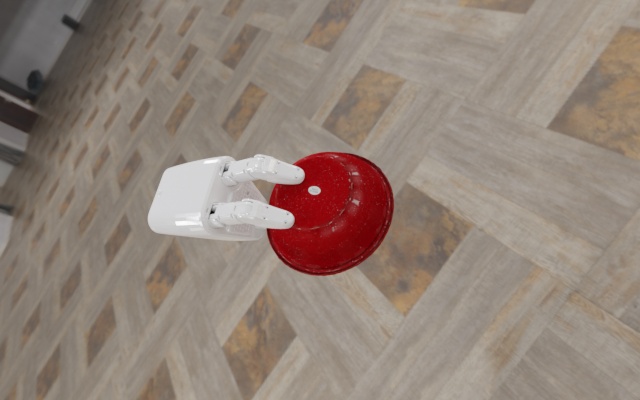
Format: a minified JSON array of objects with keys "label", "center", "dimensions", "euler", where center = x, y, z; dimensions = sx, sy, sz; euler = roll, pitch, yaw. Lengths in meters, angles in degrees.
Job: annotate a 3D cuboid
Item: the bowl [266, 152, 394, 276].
[{"label":"bowl","center":[0.001,0.001,0.550],"dimensions":[0.162,0.162,0.055],"euler":[0,-25,21]}]
